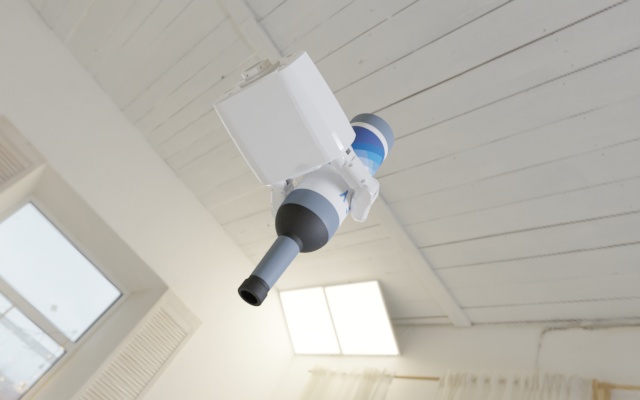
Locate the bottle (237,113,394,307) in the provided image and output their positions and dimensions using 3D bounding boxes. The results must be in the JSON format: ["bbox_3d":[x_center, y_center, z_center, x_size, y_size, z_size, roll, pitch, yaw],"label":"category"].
[{"bbox_3d":[0.000,0.002,0.546,0.069,0.069,0.295,0,38,36],"label":"bottle"}]
